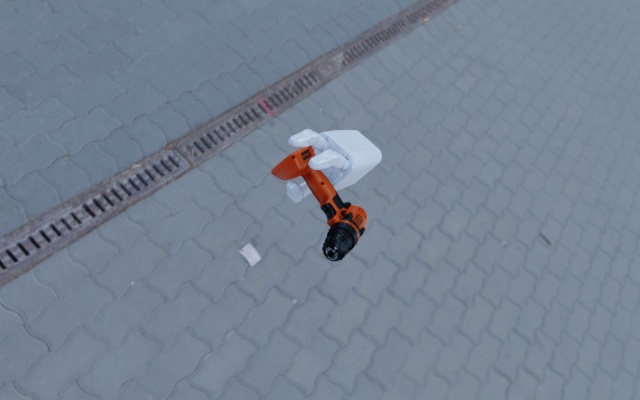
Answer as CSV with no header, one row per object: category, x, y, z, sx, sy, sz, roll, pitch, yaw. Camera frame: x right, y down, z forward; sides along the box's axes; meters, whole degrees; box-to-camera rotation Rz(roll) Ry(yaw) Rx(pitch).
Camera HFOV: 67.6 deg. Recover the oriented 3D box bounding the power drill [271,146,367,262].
power drill,0.000,0.002,0.810,0.057,0.187,0.184,-35,4,22
